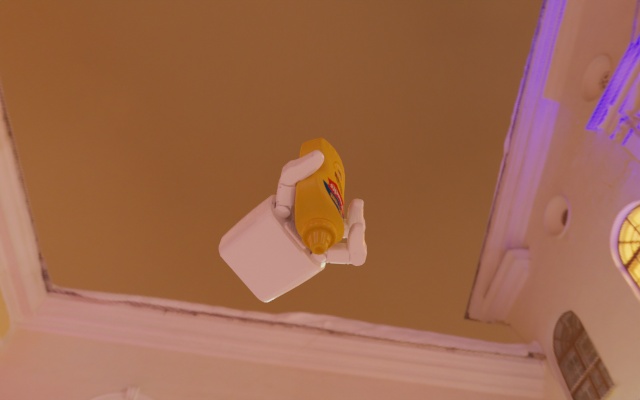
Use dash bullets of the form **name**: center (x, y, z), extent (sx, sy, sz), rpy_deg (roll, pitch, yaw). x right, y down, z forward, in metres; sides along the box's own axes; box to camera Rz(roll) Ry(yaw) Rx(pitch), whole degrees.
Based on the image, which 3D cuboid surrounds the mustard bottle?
- **mustard bottle**: center (0.000, 0.002, 0.619), extent (0.058, 0.096, 0.191), rpy_deg (-14, 32, 12)
